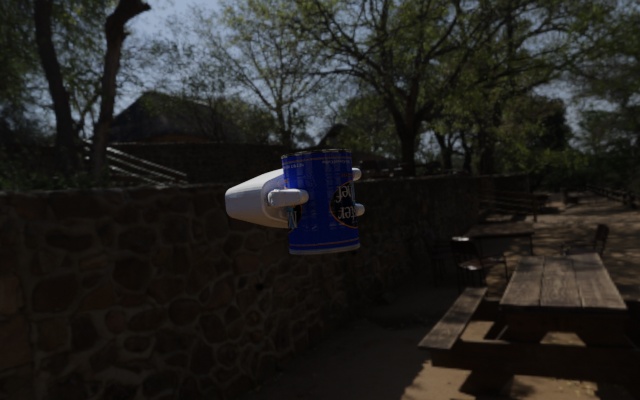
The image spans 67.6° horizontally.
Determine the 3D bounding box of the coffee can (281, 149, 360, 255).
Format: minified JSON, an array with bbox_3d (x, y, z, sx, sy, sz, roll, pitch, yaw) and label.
[{"bbox_3d":[0.000,0.002,0.690,0.103,0.140,0.103,-5,0,0],"label":"coffee can"}]
